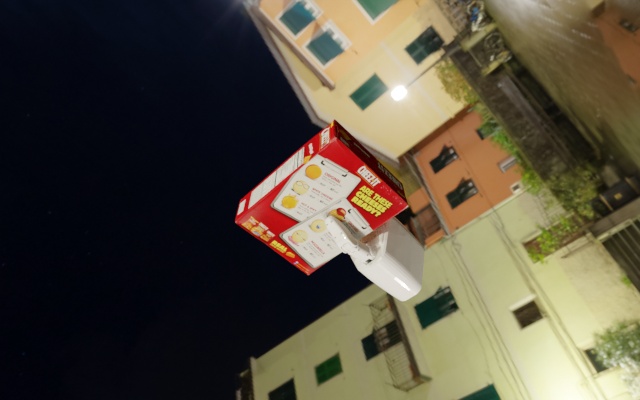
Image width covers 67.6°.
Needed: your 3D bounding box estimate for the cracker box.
[{"bbox_3d":[0.000,0.003,0.747,0.214,0.072,0.164,-38,-62,23],"label":"cracker box"}]
